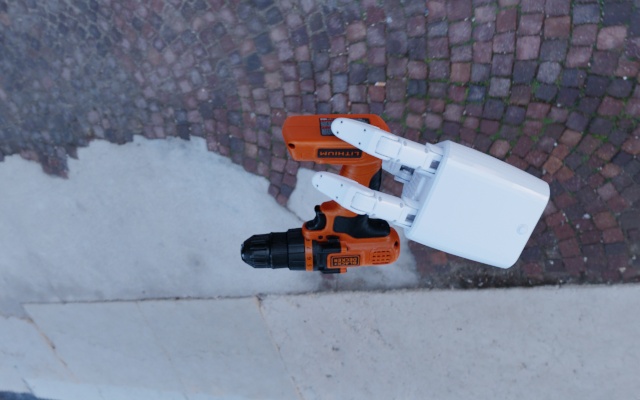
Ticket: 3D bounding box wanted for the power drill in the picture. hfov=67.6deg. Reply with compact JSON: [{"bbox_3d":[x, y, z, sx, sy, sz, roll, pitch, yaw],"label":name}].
[{"bbox_3d":[0.000,0.001,0.513,0.184,0.188,0.057,-3,40,-5],"label":"power drill"}]
